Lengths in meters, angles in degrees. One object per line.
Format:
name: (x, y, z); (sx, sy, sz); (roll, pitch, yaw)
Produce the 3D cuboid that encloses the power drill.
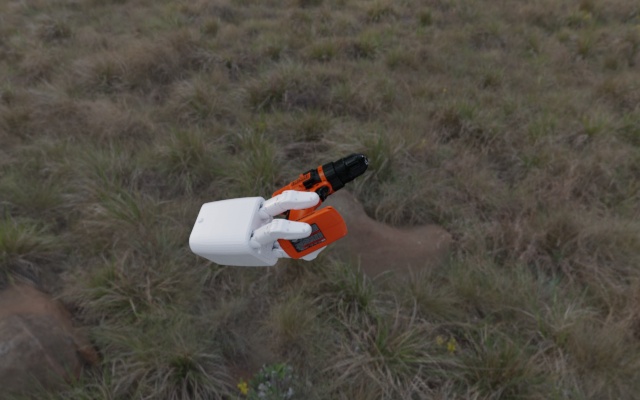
power drill: (0.000, 0.003, 0.775); (0.184, 0.057, 0.187); (-28, 23, 14)
